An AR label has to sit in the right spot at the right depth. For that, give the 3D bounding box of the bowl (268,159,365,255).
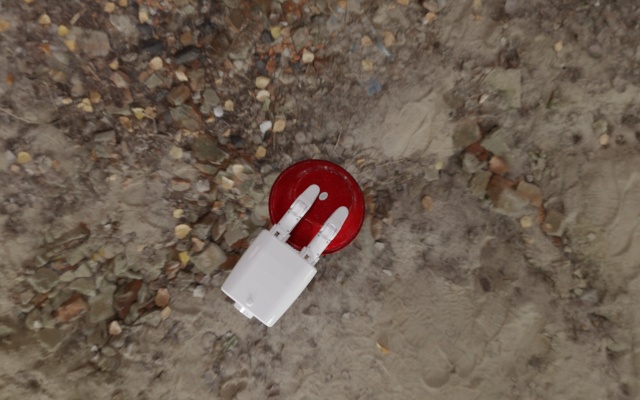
[{"bbox_3d":[0.001,0.001,0.754,0.162,0.162,0.055,0,-15,-11],"label":"bowl"}]
